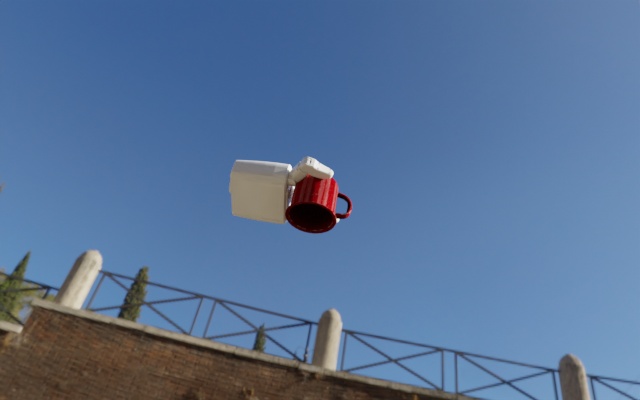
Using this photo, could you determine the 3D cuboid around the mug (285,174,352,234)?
[{"bbox_3d":[0.002,0.003,0.874,0.117,0.081,0.093,8,-39,3],"label":"mug"}]
